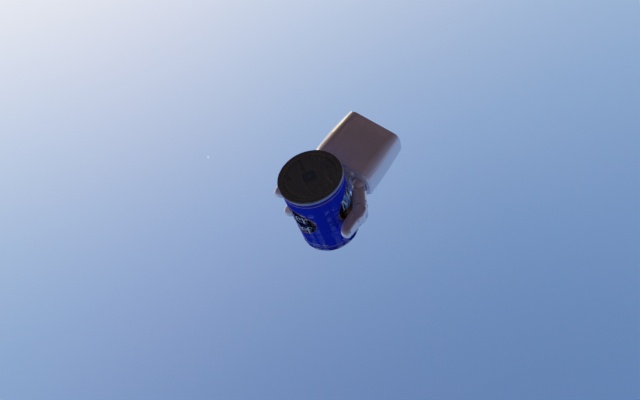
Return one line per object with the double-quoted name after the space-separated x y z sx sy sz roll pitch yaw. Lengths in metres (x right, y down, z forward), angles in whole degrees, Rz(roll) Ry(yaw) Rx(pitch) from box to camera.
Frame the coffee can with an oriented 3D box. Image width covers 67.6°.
0.000 0.003 0.769 0.103 0.102 0.140 0 -35 17 "coffee can"
